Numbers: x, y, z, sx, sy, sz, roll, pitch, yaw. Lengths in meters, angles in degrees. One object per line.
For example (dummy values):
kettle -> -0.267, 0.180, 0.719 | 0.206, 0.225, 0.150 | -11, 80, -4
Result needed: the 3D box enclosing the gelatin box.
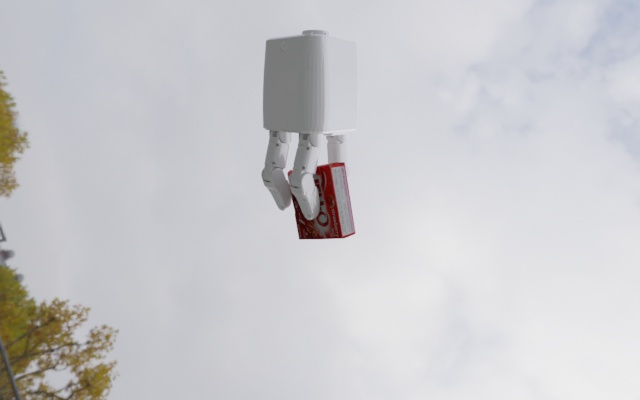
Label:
gelatin box -> 0.000, 0.002, 0.579 | 0.073, 0.089, 0.030 | -6, 6, 43
